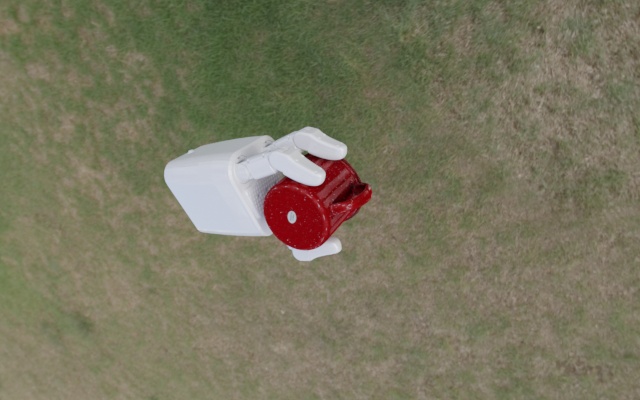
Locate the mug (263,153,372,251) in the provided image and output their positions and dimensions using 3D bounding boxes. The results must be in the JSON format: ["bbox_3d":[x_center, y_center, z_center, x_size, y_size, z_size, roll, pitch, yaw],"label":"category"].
[{"bbox_3d":[0.001,0.002,0.524,0.117,0.093,0.081,-3,24,31],"label":"mug"}]
